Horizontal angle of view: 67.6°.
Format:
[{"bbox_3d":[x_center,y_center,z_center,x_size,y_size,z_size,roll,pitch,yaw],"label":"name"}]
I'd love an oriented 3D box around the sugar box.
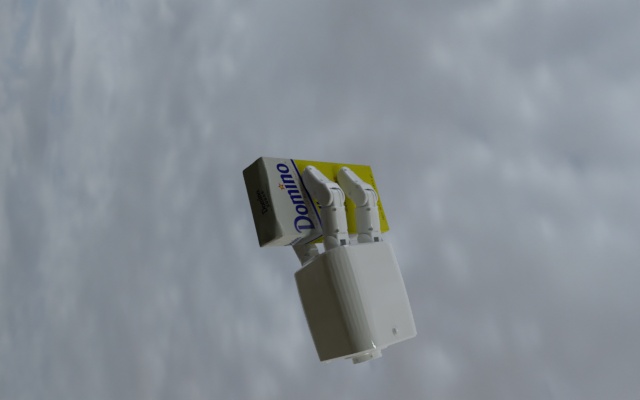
[{"bbox_3d":[0.001,0.002,0.562,0.176,0.093,0.048,1,-23,-46],"label":"sugar box"}]
